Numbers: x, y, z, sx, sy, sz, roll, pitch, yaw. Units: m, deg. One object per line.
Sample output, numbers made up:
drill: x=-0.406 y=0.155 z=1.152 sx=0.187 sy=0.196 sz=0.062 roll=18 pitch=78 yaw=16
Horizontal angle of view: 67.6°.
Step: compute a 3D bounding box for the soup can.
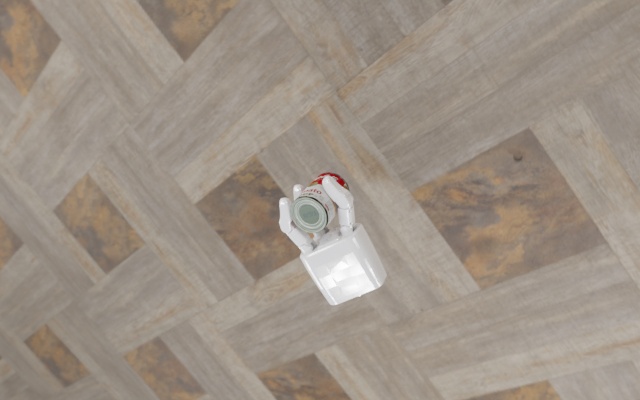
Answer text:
soup can: x=0.000 y=0.002 z=0.801 sx=0.068 sy=0.068 sz=0.102 roll=0 pitch=25 yaw=25
